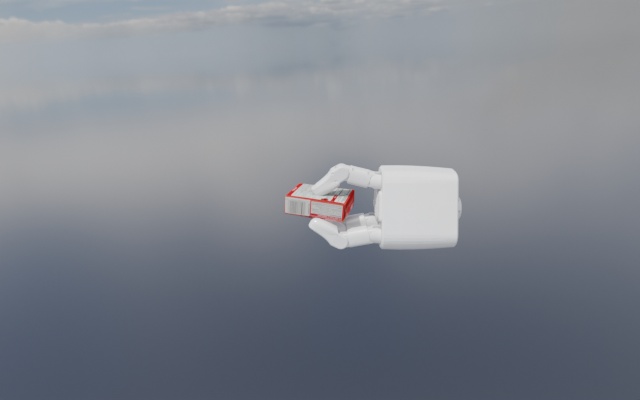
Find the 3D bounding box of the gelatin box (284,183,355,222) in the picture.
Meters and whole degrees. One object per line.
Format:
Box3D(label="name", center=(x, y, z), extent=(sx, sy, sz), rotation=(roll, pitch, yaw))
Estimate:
Box3D(label="gelatin box", center=(0.000, 0.002, 0.692), extent=(0.089, 0.030, 0.073), rotation=(8, 18, 11))
